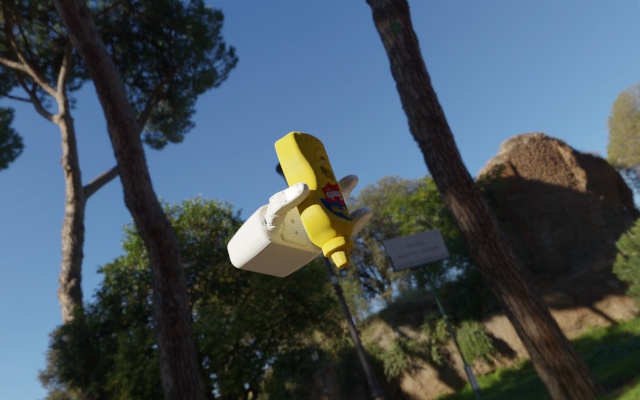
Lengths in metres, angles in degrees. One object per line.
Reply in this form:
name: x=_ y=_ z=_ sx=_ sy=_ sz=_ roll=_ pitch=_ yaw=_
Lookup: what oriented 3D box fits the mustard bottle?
mustard bottle: x=0.000 y=0.002 z=0.657 sx=0.058 sy=0.191 sz=0.096 roll=-29 pitch=-24 yaw=20
